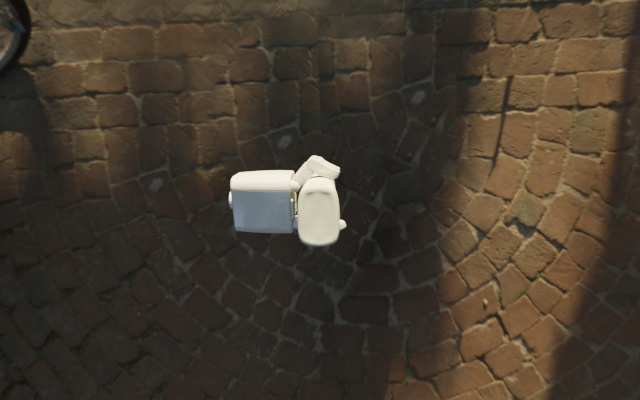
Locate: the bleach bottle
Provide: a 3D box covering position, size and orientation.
[{"bbox_3d":[0.000,0.003,0.875,0.068,0.102,0.251,0,10,2],"label":"bleach bottle"}]
